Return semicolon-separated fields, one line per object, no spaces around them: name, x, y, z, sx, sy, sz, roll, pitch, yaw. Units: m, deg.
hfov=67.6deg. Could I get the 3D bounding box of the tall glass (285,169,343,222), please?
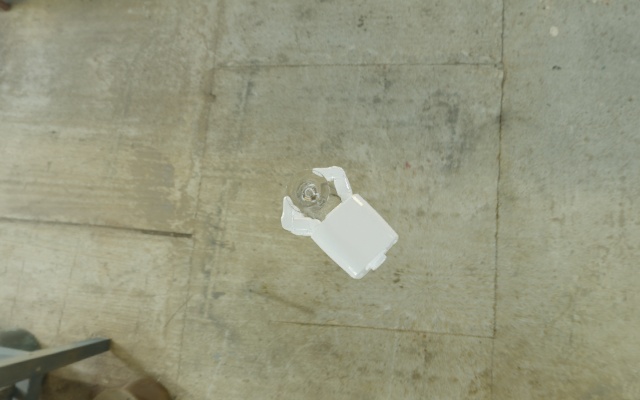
tall glass;0.000;0.003;0.871;0.079;0.079;0.201;0;-10;13
